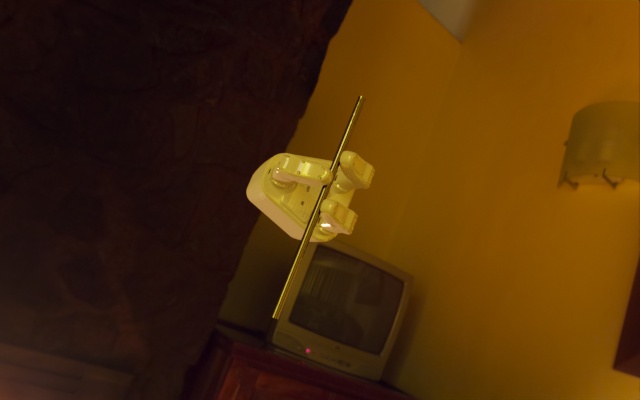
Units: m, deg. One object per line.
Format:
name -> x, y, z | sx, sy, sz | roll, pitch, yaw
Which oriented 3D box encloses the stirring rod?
stirring rod -> 0.000, 0.002, 0.476 | 0.011, 0.239, 0.011 | 21, -12, 5
